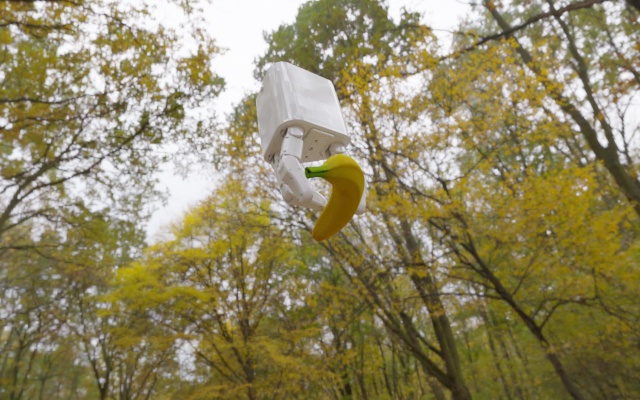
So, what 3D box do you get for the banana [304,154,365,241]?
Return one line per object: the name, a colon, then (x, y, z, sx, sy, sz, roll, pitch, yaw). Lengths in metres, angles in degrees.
banana: (0.018, -0.004, 0.563, 0.069, 0.037, 0.198, -14, -26, -4)
